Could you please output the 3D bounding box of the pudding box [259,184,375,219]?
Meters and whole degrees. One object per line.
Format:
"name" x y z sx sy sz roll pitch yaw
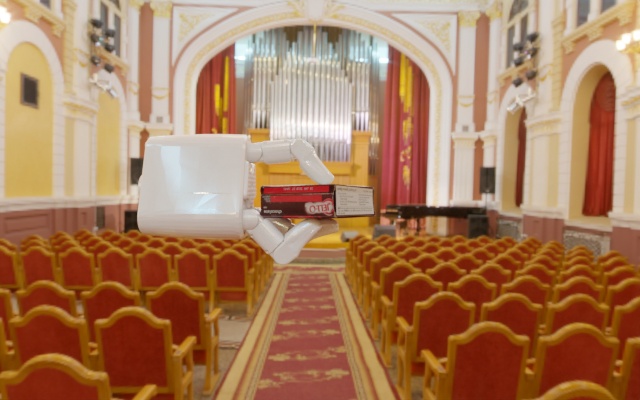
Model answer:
"pudding box" 0.000 0.002 0.529 0.090 0.039 0.113 0 1 27
